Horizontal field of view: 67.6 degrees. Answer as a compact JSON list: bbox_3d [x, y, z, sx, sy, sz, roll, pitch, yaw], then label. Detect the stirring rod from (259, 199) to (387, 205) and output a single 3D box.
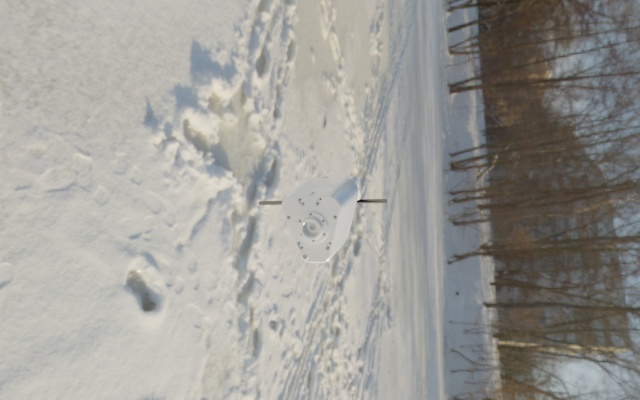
[{"bbox_3d":[0.000,0.003,0.871,0.239,0.011,0.011,-1,0,16],"label":"stirring rod"}]
